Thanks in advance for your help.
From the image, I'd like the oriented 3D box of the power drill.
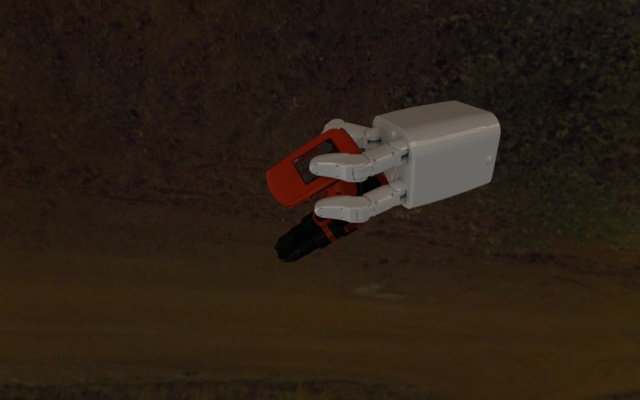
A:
[{"bbox_3d":[0.000,0.002,0.593,0.184,0.057,0.188,-35,-24,0],"label":"power drill"}]
